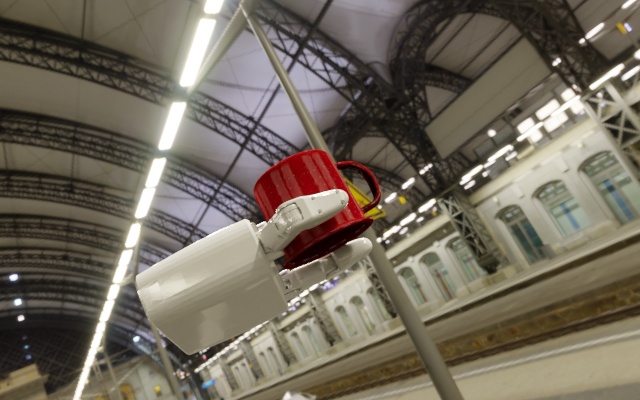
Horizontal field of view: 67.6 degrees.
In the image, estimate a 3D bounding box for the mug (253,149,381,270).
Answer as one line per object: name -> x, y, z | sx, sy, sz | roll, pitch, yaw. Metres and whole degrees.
mug -> 0.001, 0.001, 0.447 | 0.117, 0.081, 0.093 | -26, -15, -11
